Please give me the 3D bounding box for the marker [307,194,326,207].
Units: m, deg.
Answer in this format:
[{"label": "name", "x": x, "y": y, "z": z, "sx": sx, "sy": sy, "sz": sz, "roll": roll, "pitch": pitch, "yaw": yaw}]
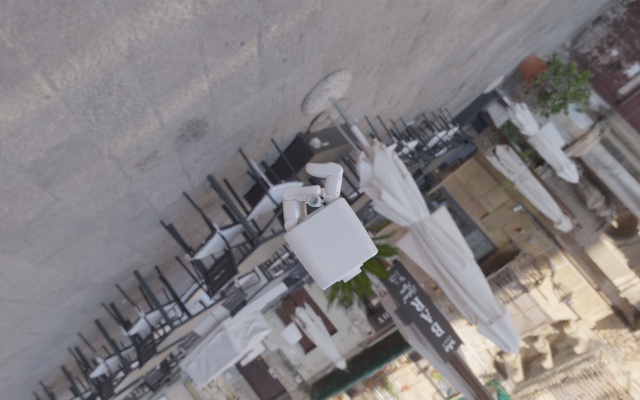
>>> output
[{"label": "marker", "x": 0.000, "y": 0.002, "z": 0.770, "sx": 0.020, "sy": 0.020, "sz": 0.121, "roll": 0, "pitch": -3, "yaw": 10}]
